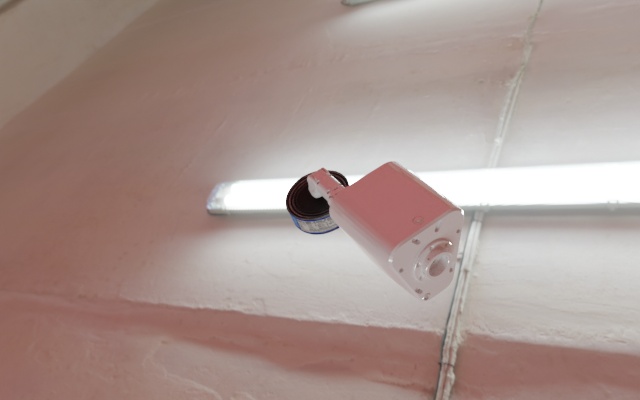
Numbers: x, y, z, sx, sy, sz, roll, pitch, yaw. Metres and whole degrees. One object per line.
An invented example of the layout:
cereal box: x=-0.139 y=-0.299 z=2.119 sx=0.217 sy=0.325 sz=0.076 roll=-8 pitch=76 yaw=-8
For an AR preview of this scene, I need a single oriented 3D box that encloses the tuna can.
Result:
tuna can: x=0.000 y=0.002 z=0.613 sx=0.086 sy=0.086 sz=0.034 roll=0 pitch=-43 yaw=23
